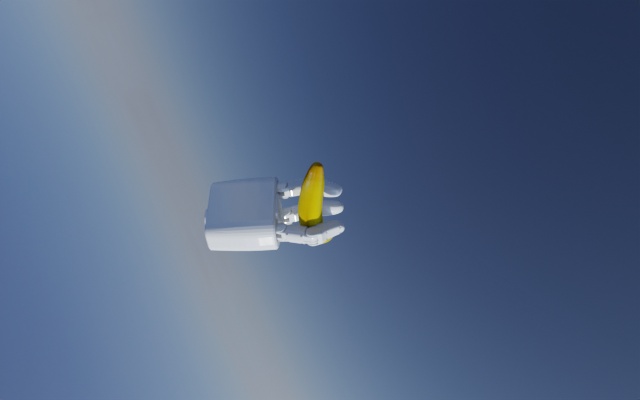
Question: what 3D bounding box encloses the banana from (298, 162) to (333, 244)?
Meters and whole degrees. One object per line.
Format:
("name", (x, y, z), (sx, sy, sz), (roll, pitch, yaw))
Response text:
("banana", (-0.007, 0.019, 0.732), (0.037, 0.069, 0.198), (19, -25, 19))
